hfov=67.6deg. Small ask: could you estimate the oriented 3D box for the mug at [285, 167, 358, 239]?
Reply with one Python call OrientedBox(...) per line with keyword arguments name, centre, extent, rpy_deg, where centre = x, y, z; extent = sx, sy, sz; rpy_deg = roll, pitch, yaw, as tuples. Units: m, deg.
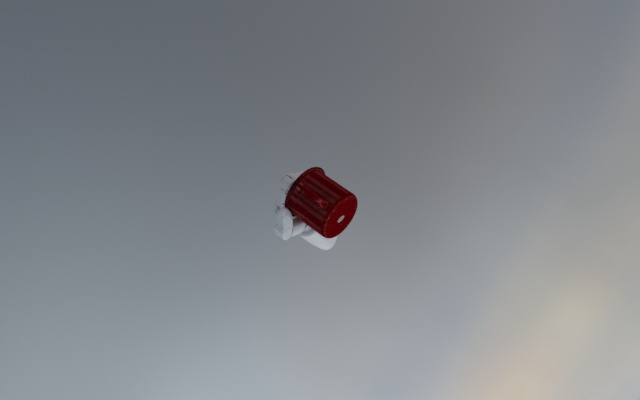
OrientedBox(name="mug", centre=(0.000, 0.002, 0.741), extent=(0.081, 0.093, 0.117), rpy_deg=(35, -4, 28))
